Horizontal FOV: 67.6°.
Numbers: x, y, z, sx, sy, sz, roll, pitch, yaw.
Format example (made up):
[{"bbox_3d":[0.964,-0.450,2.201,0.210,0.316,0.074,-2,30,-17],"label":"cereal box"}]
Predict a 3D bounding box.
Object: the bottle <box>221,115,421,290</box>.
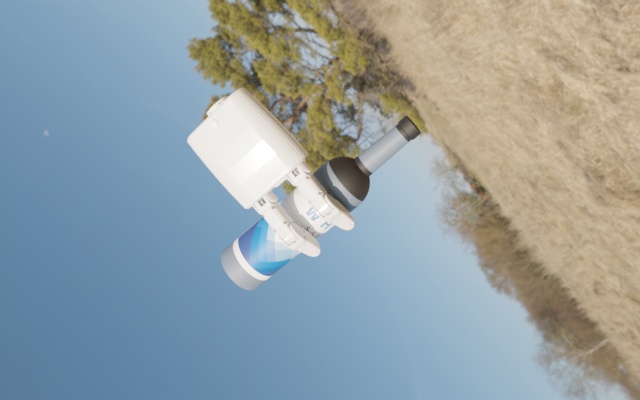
[{"bbox_3d":[0.000,0.002,0.595,0.296,0.069,0.069,-40,-14,17],"label":"bottle"}]
